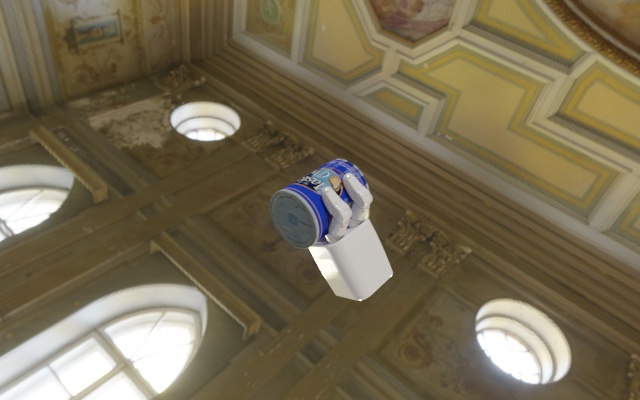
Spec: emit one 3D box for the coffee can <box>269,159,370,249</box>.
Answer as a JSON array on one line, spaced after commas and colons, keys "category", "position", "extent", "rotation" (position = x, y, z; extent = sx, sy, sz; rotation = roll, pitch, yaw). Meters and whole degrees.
[{"category": "coffee can", "position": [0.000, 0.003, 0.797], "extent": [0.103, 0.103, 0.140], "rotation": [0, 25, 45]}]
